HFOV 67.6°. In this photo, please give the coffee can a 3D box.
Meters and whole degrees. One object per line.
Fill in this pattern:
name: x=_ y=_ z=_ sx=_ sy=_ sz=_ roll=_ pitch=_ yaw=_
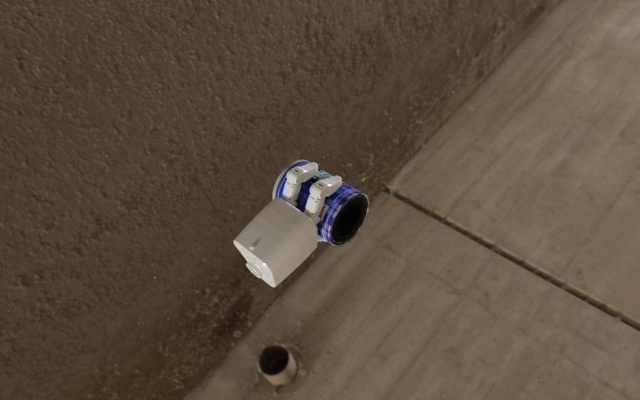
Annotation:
coffee can: x=0.000 y=0.003 z=0.839 sx=0.140 sy=0.103 sz=0.103 roll=32 pitch=18 yaw=32
